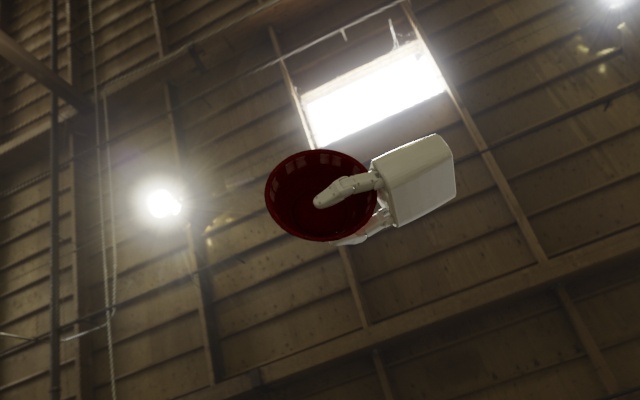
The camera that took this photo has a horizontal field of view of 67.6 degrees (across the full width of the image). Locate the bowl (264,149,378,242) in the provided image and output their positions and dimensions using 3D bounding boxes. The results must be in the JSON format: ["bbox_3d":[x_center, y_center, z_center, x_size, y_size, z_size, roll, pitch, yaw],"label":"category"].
[{"bbox_3d":[-0.001,0.003,0.703,0.162,0.162,0.055,0,-34,-2],"label":"bowl"}]
